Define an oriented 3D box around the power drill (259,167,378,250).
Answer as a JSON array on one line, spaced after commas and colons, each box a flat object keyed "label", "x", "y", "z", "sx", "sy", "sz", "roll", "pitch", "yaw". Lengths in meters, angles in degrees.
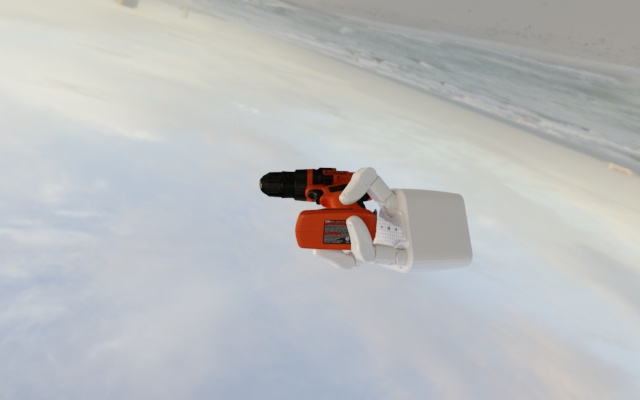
[{"label": "power drill", "x": 0.000, "y": 0.002, "z": 0.687, "sx": 0.184, "sy": 0.057, "sz": 0.187, "roll": 0, "pitch": 25, "yaw": -3}]
